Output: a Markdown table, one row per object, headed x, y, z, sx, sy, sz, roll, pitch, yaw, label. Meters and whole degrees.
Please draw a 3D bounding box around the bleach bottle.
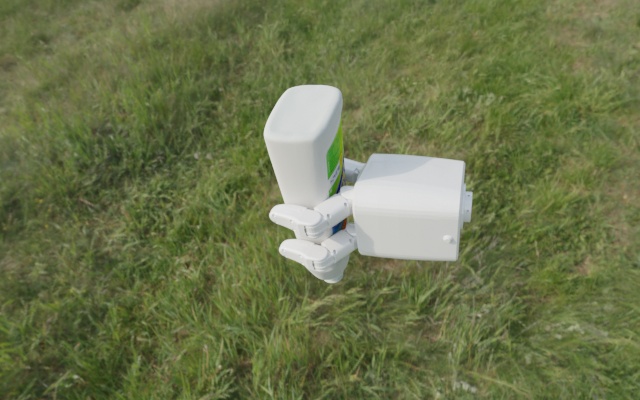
| x | y | z | sx | sy | sz | roll | pitch | yaw | label |
| --- | --- | --- | --- | --- | --- | --- | --- | --- | --- |
| 0.000 | 0.002 | 0.553 | 0.068 | 0.251 | 0.102 | 5 | 45 | 17 | bleach bottle |
